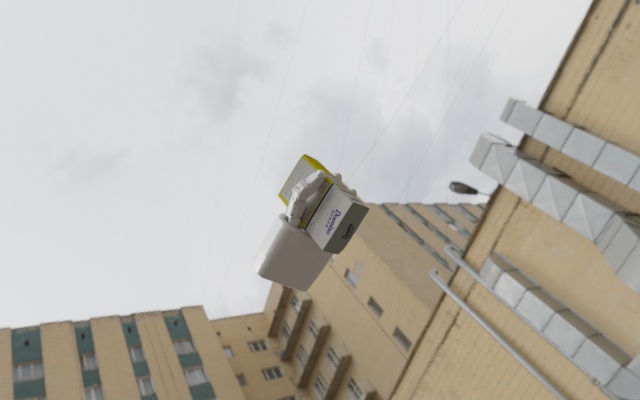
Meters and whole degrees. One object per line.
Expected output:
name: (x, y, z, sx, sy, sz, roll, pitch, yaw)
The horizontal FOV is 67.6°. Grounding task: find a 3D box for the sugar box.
sugar box: (0.000, 0.003, 0.797, 0.048, 0.093, 0.176, 19, 19, -42)
